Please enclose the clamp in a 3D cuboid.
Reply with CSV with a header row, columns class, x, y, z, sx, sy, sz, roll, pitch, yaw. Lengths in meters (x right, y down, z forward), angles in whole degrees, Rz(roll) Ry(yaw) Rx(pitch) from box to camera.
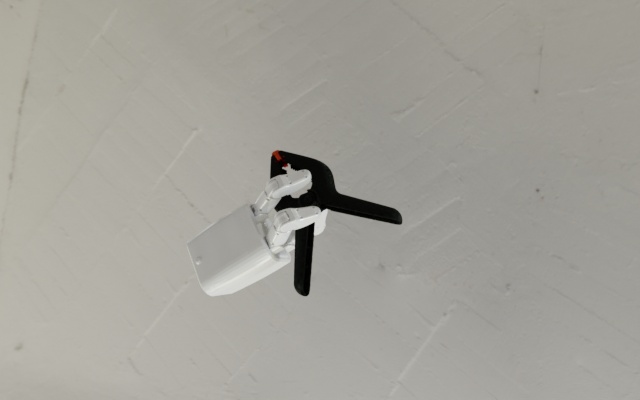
class,x,y,z,sx,sy,sz,roll,pitch,yaw
clamp,0.000,0.002,0.650,0.164,0.210,0.036,-31,-29,4
